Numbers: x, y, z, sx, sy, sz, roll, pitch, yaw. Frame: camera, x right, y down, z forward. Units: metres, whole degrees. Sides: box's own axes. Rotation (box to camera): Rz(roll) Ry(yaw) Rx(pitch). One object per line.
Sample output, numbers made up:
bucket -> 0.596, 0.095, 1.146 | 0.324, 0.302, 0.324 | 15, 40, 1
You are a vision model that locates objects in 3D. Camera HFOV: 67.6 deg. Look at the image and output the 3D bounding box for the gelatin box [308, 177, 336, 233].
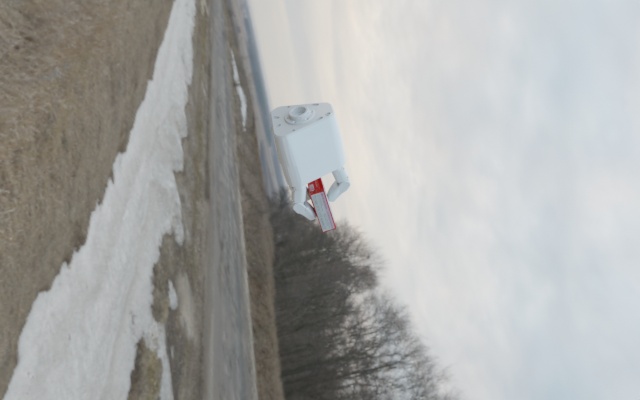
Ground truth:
gelatin box -> 0.001, 0.003, 0.883 | 0.030, 0.089, 0.073 | -18, 30, 3
